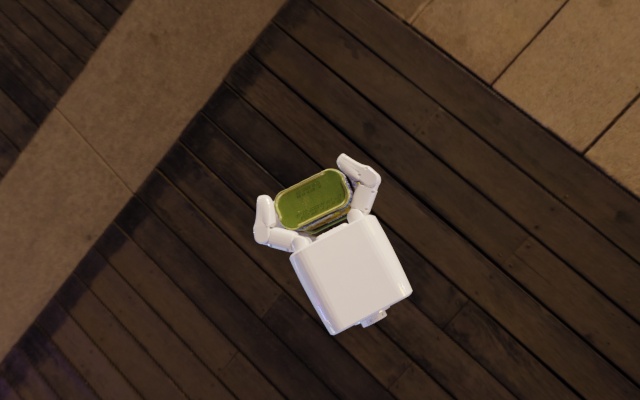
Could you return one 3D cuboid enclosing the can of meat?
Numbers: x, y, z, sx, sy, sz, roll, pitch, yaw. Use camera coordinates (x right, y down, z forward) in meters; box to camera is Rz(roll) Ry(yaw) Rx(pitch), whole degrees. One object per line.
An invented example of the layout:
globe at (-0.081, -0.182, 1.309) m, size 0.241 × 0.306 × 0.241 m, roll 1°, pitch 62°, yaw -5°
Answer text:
can of meat at (0.000, 0.002, 0.618) m, size 0.102 × 0.057 × 0.084 m, roll -26°, pitch -11°, yaw 14°
